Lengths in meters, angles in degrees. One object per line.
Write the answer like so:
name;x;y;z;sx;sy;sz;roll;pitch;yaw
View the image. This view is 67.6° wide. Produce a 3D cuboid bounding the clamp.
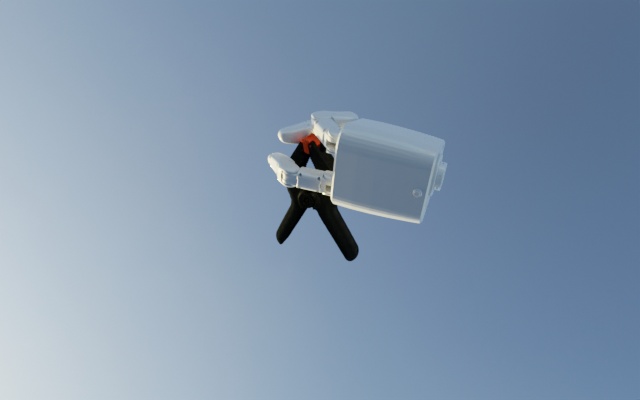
clamp;0.000;0.002;0.609;0.120;0.172;0.039;15;35;15
